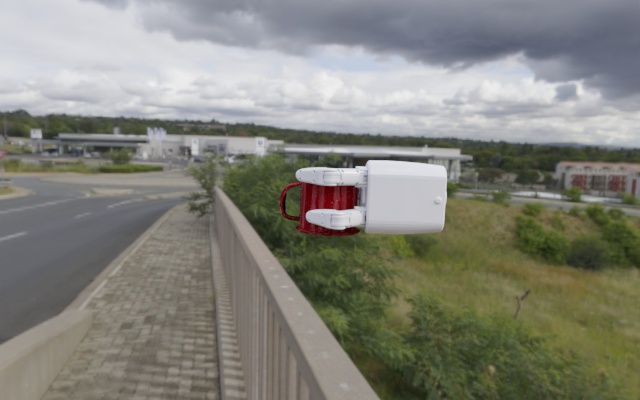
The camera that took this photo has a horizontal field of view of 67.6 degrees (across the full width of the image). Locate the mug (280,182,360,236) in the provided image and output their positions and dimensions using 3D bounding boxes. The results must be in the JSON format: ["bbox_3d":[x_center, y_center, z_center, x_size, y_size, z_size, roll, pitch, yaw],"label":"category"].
[{"bbox_3d":[-0.001,0.002,0.685,0.117,0.081,0.093,2,6,0],"label":"mug"}]
